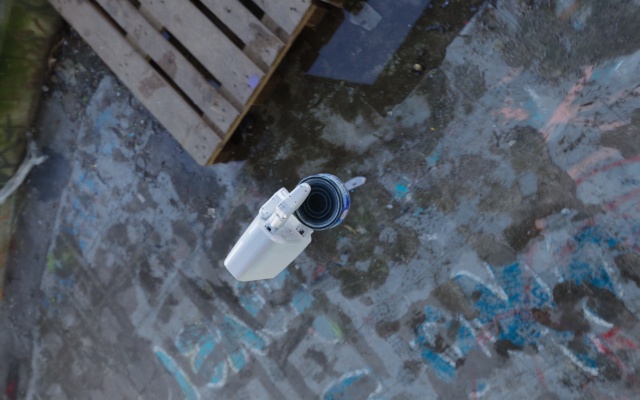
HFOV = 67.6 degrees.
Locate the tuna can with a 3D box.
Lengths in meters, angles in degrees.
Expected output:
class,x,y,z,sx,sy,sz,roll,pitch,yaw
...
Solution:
class,x,y,z,sx,sy,sz,roll,pitch,yaw
tuna can,0.000,0.002,0.729,0.086,0.086,0.034,0,5,23
